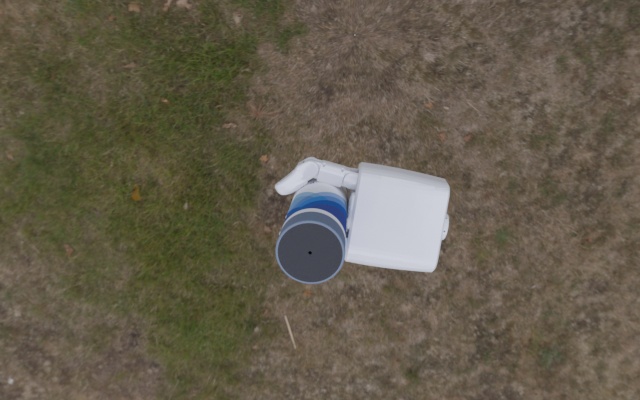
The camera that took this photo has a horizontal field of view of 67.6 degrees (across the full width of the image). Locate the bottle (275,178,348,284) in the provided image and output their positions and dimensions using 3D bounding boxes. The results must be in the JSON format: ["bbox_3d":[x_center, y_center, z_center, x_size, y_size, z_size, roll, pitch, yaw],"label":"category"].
[{"bbox_3d":[0.000,0.002,0.589,0.069,0.069,0.295,0,19,4],"label":"bottle"}]
